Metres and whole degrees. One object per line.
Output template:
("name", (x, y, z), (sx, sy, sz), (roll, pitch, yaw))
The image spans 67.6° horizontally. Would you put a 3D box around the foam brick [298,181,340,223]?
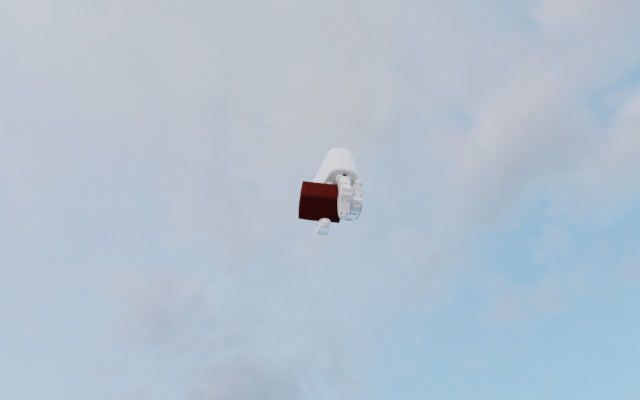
("foam brick", (0.000, 0.003, 0.862), (0.078, 0.053, 0.051), (7, 31, -6))
